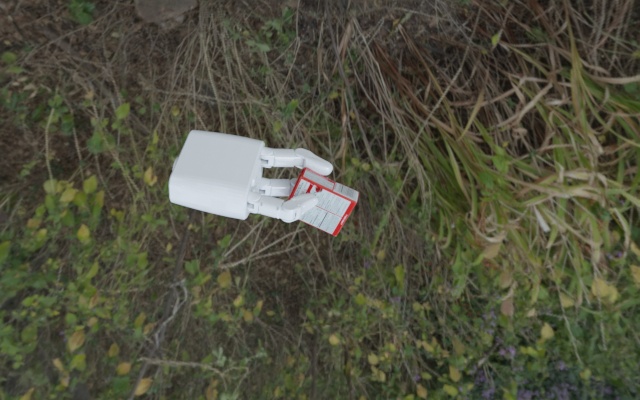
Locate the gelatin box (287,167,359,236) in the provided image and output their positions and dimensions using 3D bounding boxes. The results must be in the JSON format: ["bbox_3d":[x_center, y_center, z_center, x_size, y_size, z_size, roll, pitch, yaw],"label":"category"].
[{"bbox_3d":[0.000,0.003,0.687,0.089,0.073,0.030,25,37,-4],"label":"gelatin box"}]
